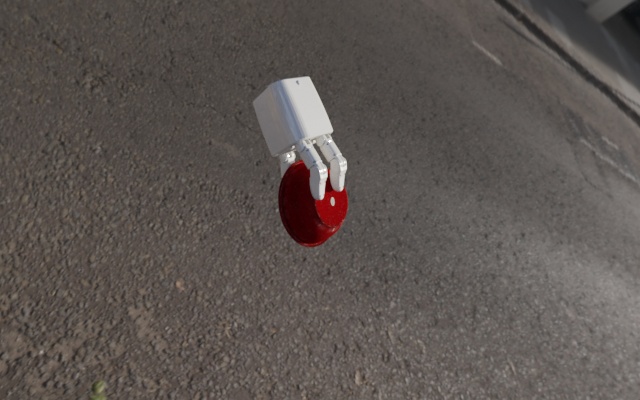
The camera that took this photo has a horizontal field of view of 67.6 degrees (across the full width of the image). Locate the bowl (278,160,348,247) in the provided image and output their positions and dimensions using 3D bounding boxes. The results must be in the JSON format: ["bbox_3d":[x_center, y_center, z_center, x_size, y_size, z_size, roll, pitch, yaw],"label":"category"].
[{"bbox_3d":[0.001,0.004,0.854,0.055,0.162,0.162,-5,-4,41],"label":"bowl"}]
